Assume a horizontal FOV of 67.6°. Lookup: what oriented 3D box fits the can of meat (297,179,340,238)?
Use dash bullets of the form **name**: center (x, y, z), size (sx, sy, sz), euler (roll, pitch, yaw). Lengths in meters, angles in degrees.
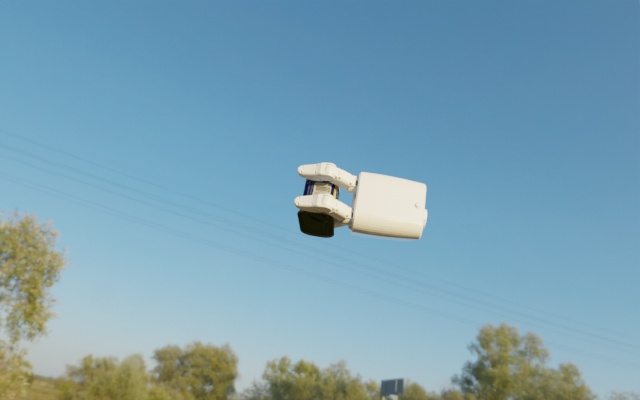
- **can of meat**: center (0.000, 0.002, 0.778), size (0.057, 0.084, 0.102), euler (8, -25, 6)
